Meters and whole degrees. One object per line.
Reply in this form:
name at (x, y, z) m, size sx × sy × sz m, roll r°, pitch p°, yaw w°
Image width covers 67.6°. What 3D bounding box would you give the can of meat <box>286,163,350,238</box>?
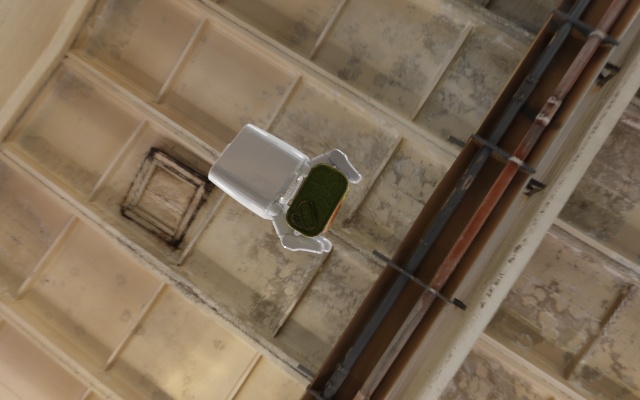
can of meat at (0.000, 0.002, 0.694) m, size 0.057 × 0.102 × 0.084 m, roll 30°, pitch 0°, yaw 8°
